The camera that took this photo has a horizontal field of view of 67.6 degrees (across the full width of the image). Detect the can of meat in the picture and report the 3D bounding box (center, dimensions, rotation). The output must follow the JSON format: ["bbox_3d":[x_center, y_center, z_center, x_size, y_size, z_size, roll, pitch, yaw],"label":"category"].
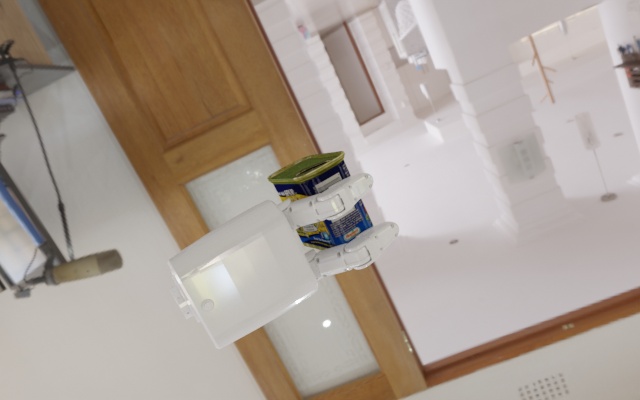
[{"bbox_3d":[0.000,0.002,0.483,0.057,0.084,0.102,-31,14,-22],"label":"can of meat"}]
